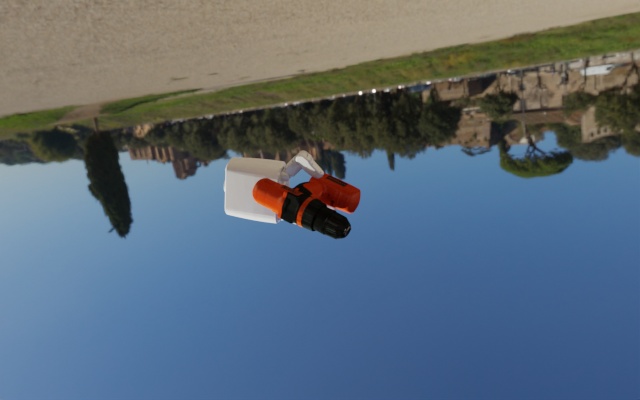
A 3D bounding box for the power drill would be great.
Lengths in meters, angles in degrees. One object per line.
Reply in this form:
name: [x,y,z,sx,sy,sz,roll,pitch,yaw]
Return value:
power drill: [0.000,0.003,0.840,0.184,0.057,0.187,27,19,22]
